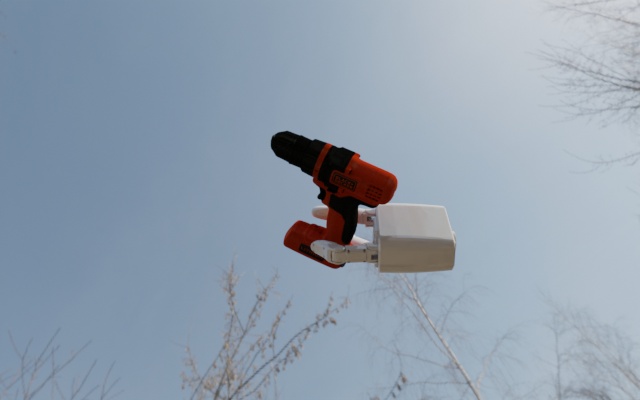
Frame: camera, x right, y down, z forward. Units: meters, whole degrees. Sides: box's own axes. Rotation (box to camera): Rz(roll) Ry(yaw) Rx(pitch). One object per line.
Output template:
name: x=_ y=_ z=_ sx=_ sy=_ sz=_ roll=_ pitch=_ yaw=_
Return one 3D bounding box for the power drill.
power drill: x=0.000 y=0.003 z=0.693 sx=0.184 sy=0.188 sz=0.057 roll=25 pitch=42 yaw=9
